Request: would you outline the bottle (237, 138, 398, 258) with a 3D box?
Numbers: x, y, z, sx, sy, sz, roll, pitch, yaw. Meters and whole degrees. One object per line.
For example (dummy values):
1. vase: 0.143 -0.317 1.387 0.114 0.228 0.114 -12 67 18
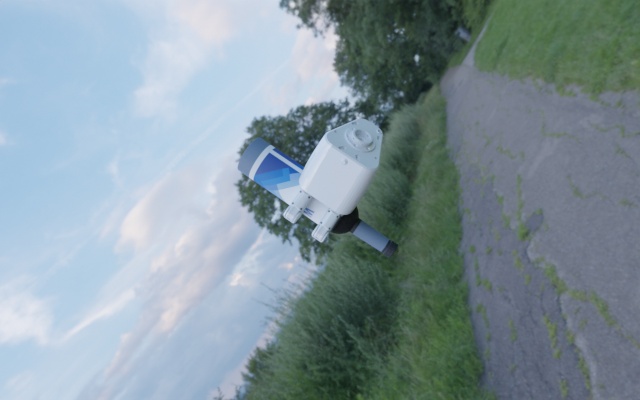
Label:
1. bottle: 0.000 0.003 0.802 0.295 0.069 0.069 34 2 3
